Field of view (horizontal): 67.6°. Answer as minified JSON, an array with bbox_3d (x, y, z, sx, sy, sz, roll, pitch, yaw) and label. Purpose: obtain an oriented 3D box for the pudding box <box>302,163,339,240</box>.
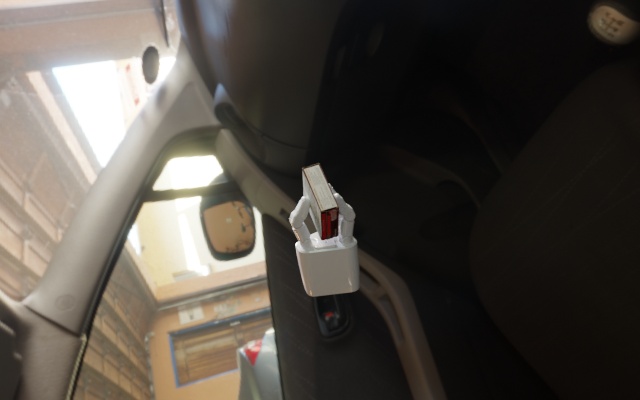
[{"bbox_3d":[0.000,0.003,0.877,0.039,0.113,0.090,-16,-37,-13],"label":"pudding box"}]
